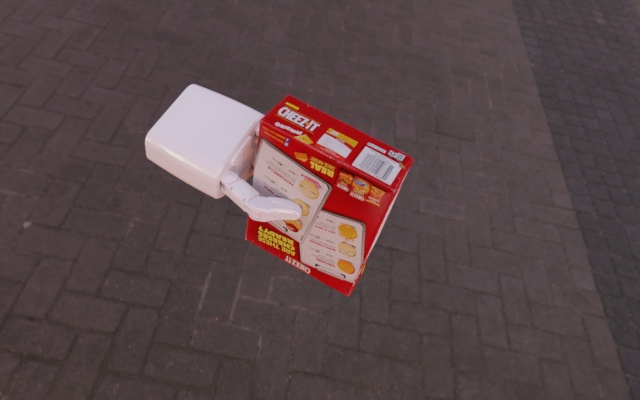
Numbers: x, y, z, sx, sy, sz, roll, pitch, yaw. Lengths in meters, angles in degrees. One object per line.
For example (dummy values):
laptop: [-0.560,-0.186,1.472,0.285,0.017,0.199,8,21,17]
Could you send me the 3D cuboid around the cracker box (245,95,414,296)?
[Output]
cracker box: [0.000,0.002,0.584,0.164,0.214,0.072,28,49,11]
